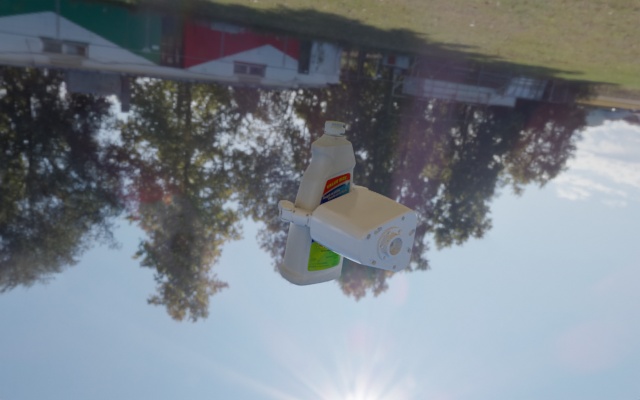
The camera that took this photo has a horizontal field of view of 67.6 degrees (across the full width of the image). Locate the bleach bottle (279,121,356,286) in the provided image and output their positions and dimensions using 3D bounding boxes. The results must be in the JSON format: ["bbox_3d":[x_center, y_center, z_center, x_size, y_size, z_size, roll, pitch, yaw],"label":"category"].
[{"bbox_3d":[0.000,0.002,0.747,0.102,0.251,0.068,-4,18,-37],"label":"bleach bottle"}]
